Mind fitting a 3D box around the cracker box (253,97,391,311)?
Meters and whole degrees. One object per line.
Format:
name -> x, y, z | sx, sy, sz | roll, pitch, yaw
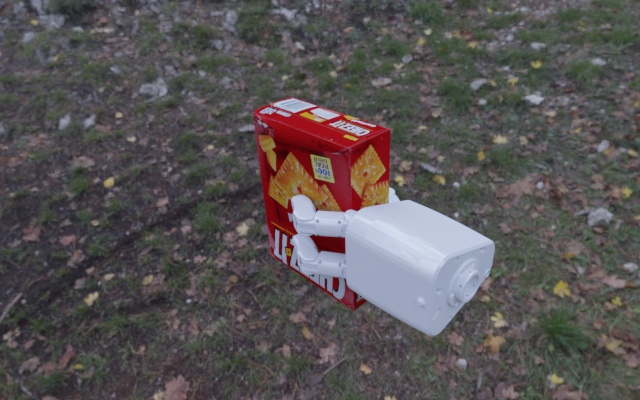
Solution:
cracker box -> 0.000, 0.002, 0.571 | 0.072, 0.214, 0.164 | -27, 38, -34
